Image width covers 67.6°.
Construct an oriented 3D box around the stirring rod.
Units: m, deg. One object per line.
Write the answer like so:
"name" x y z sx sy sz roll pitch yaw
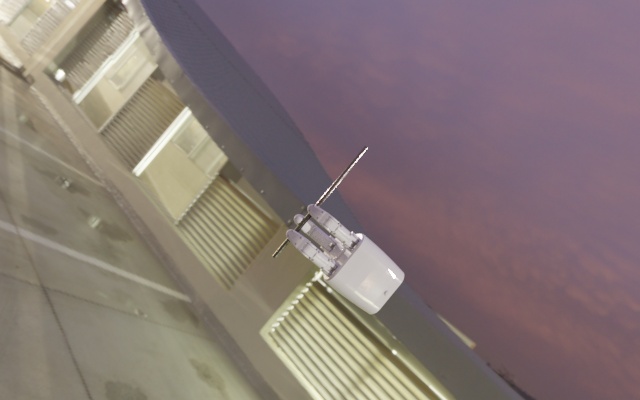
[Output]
"stirring rod" 0.000 0.003 0.798 0.011 0.239 0.011 40 -3 3
